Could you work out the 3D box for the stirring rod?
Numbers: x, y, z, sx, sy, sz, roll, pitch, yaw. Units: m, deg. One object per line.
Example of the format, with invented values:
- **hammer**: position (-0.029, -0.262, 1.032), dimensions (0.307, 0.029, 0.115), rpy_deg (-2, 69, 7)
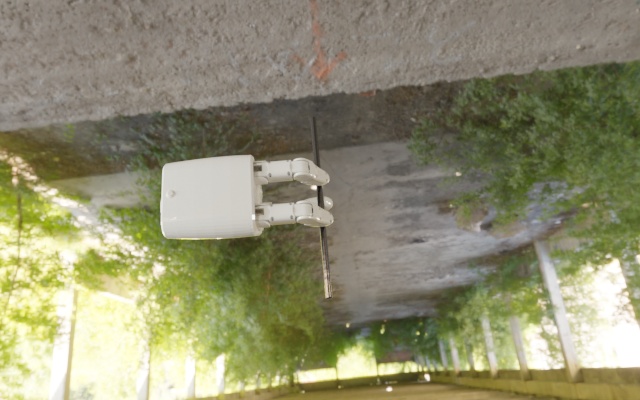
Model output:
- **stirring rod**: position (0.000, 0.002, 0.602), dimensions (0.011, 0.239, 0.011), rpy_deg (-4, -20, -2)
